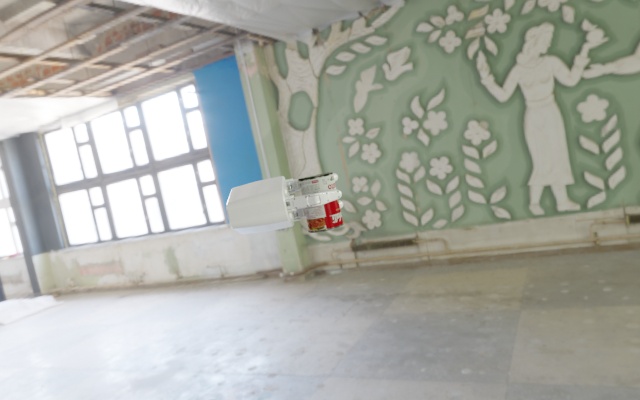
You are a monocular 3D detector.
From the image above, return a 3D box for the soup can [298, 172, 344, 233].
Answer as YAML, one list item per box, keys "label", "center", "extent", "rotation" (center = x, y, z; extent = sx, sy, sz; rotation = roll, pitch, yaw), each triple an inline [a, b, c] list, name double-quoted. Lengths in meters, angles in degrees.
- label: "soup can"
  center: [0.001, 0.003, 0.890]
  extent: [0.068, 0.102, 0.068]
  rotation: [-11, 5, 1]
